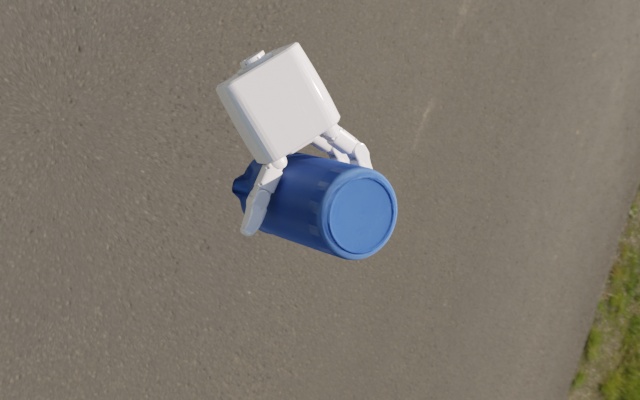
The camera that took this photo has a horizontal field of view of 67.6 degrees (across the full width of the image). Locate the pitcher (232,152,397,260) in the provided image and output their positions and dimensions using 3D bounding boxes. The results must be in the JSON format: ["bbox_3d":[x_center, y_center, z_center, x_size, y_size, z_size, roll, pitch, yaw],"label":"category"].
[{"bbox_3d":[0.000,0.002,0.645,0.149,0.145,0.243,-38,23,-19],"label":"pitcher"}]
